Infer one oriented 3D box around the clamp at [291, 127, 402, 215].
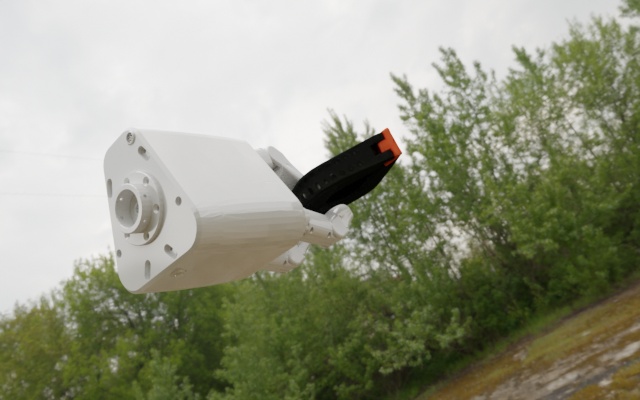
[{"bbox_3d":[0.000,0.001,0.476,0.210,0.036,0.164,-35,-17,29],"label":"clamp"}]
